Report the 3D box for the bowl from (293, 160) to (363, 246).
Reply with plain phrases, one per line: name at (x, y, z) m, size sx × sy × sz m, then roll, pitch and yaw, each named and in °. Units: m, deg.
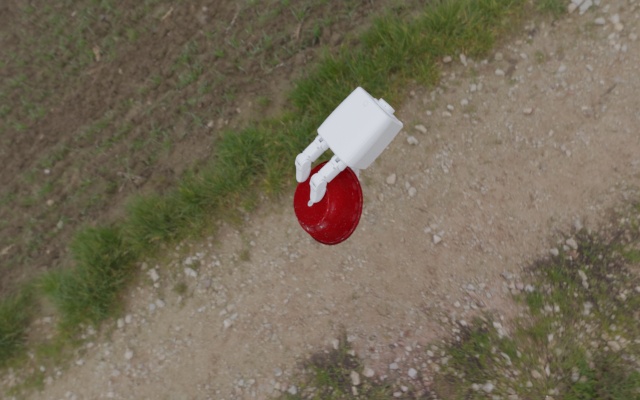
bowl at (-0.001, 0.004, 0.885) m, size 0.162 × 0.162 × 0.055 m, roll 0°, pitch -2°, yaw 44°
